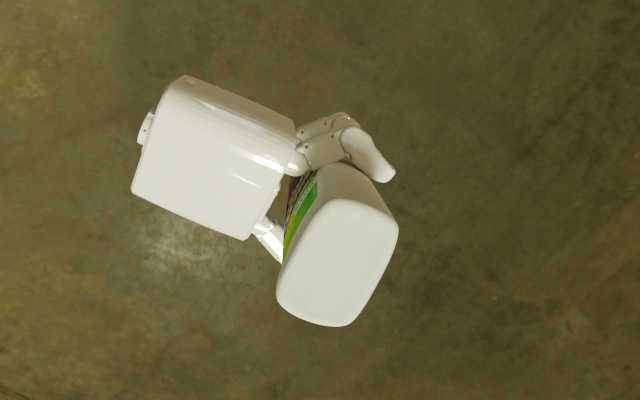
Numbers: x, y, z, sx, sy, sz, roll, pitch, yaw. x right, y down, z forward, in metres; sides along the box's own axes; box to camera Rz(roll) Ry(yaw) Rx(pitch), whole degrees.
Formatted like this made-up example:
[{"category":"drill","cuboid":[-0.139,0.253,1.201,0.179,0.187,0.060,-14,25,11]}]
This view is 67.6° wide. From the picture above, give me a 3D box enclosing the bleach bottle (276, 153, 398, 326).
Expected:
[{"category":"bleach bottle","cuboid":[0.000,0.001,0.445,0.068,0.102,0.250,23,16,-14]}]
